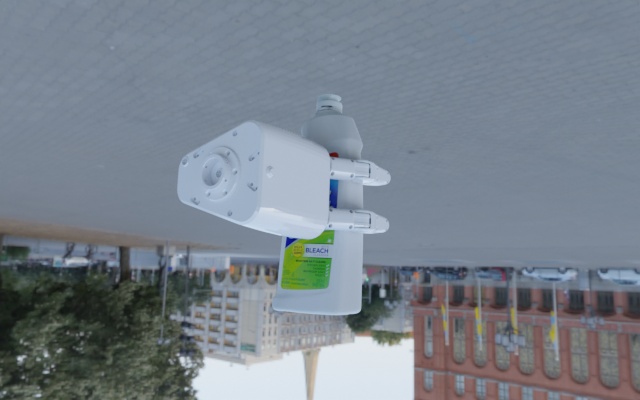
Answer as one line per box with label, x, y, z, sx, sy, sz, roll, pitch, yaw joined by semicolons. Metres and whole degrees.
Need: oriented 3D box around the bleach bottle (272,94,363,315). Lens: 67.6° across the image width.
bleach bottle;0.000;0.002;0.557;0.102;0.250;0.068;-4;-10;33
